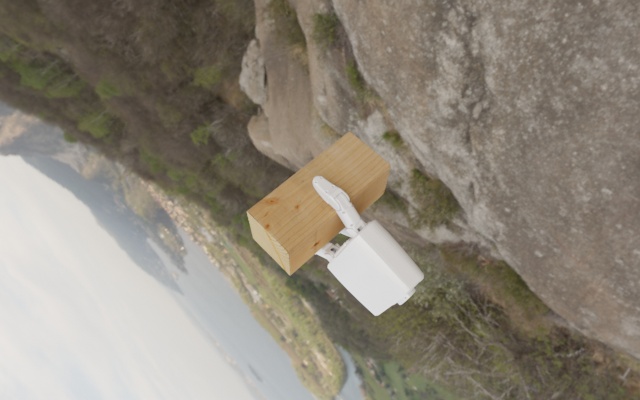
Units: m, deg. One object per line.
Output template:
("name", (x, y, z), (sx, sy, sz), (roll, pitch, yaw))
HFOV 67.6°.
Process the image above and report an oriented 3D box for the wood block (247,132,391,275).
("wood block", (0.000, 0.003, 0.724), (0.206, 0.090, 0.091), (-40, -21, -21))
